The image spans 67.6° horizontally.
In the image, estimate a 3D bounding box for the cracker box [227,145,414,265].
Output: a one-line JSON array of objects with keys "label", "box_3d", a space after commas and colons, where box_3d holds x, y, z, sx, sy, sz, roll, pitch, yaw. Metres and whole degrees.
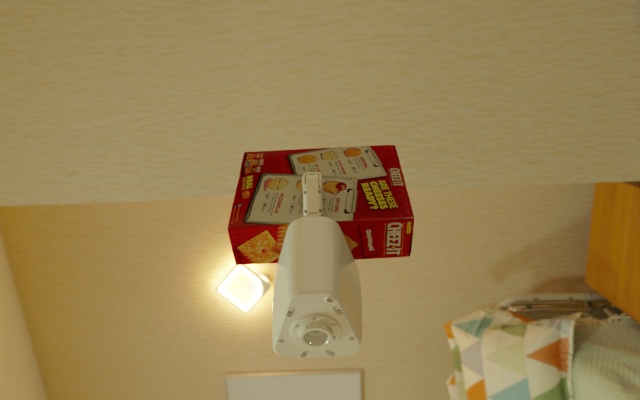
[{"label": "cracker box", "box_3d": [0.000, 0.002, 0.619, 0.214, 0.072, 0.164, -2, 38, 1]}]
